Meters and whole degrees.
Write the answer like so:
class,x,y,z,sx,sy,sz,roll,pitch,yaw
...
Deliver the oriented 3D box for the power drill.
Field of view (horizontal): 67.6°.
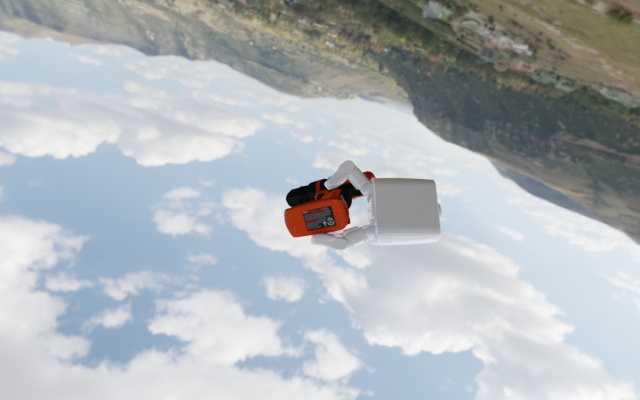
class,x,y,z,sx,sy,sz,roll,pitch,yaw
power drill,0.000,0.003,0.850,0.184,0.057,0.187,-14,16,20
